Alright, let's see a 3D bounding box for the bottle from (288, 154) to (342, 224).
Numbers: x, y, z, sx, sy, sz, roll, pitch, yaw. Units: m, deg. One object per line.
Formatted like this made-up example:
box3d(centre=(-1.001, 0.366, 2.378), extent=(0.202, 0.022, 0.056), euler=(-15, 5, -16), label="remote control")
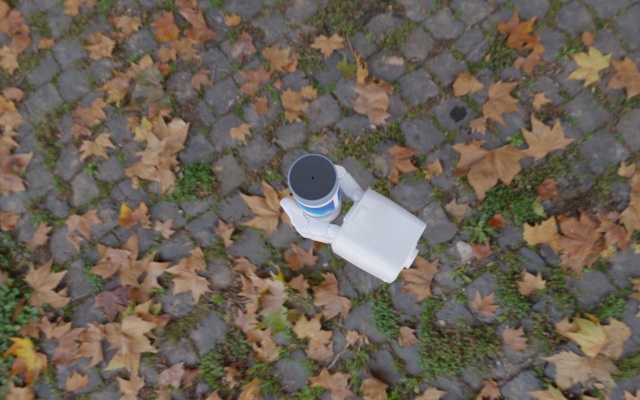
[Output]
box3d(centre=(0.000, 0.002, 0.769), extent=(0.069, 0.069, 0.296), euler=(0, -13, 4), label="bottle")
